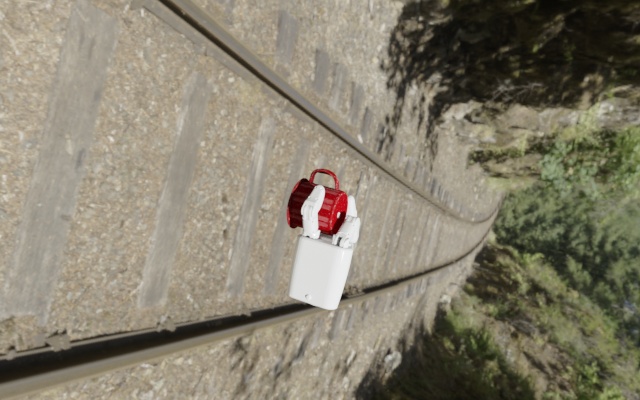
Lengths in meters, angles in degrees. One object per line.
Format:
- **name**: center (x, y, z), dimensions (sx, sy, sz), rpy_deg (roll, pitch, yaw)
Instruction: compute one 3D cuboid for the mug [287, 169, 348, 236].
- **mug**: center (0.001, 0.001, 0.837), dimensions (0.081, 0.117, 0.093), rpy_deg (15, 7, 21)
